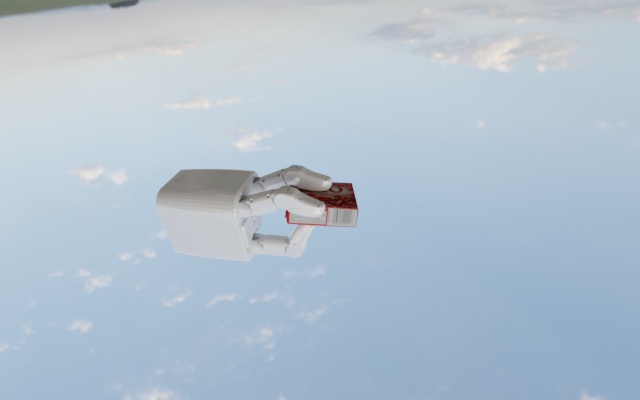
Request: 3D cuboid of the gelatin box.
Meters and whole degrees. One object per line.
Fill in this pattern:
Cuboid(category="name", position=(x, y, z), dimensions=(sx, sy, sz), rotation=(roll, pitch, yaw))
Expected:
Cuboid(category="gelatin box", position=(0.000, 0.002, 0.609), dimensions=(0.089, 0.030, 0.073), rotation=(3, 27, -5))
